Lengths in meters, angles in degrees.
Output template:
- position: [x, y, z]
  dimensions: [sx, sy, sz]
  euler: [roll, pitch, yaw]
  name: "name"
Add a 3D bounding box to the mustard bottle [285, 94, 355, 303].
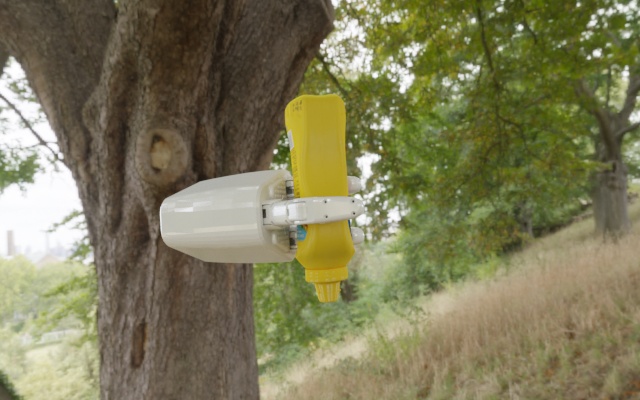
- position: [0.000, 0.001, 0.462]
  dimensions: [0.058, 0.191, 0.096]
  euler: [-4, -2, -10]
  name: "mustard bottle"
